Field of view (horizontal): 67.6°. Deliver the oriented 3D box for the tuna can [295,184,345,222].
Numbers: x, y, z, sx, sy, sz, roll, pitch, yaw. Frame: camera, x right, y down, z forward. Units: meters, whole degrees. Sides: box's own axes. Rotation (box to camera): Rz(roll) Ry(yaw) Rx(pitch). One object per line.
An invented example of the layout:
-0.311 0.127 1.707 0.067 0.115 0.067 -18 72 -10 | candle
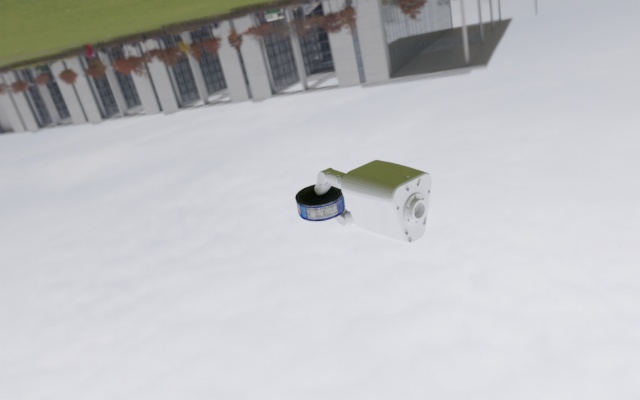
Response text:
0.000 0.003 0.838 0.086 0.034 0.086 -7 27 4 | tuna can
